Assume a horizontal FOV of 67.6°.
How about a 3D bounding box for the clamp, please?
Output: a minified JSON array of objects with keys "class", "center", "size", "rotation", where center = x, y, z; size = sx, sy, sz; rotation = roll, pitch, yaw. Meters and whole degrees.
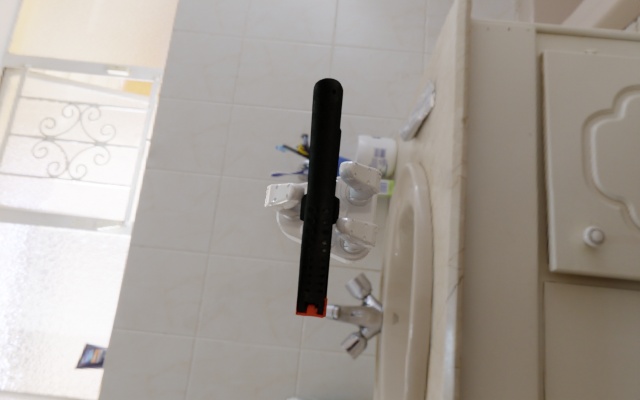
[{"class":"clamp","center":[-0.001,0.002,0.444],"size":[0.036,0.210,0.164],"rotation":[5,-12,3]}]
